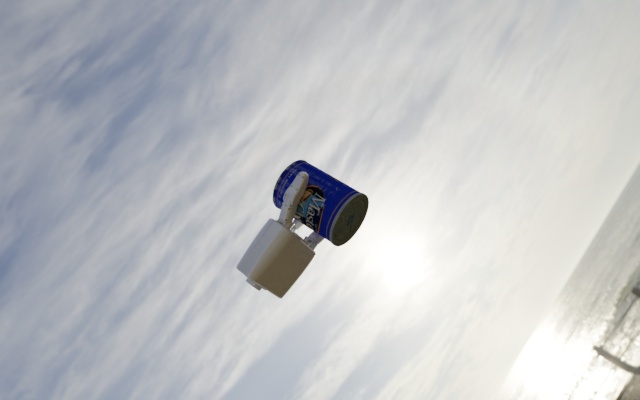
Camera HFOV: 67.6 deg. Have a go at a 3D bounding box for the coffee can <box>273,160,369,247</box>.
[{"bbox_3d":[0.000,0.003,0.850,0.140,0.103,0.103,31,16,28],"label":"coffee can"}]
